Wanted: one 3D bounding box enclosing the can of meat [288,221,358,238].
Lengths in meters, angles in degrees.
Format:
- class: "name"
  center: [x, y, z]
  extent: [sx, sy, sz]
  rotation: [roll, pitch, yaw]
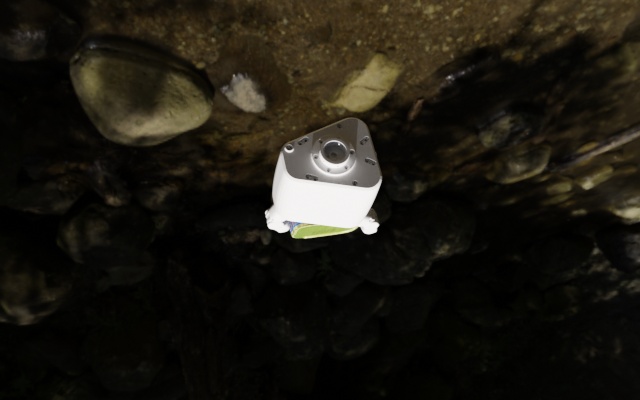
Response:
- class: "can of meat"
  center: [0.000, 0.003, 0.663]
  extent: [0.102, 0.084, 0.057]
  rotation: [-7, -22, -16]
